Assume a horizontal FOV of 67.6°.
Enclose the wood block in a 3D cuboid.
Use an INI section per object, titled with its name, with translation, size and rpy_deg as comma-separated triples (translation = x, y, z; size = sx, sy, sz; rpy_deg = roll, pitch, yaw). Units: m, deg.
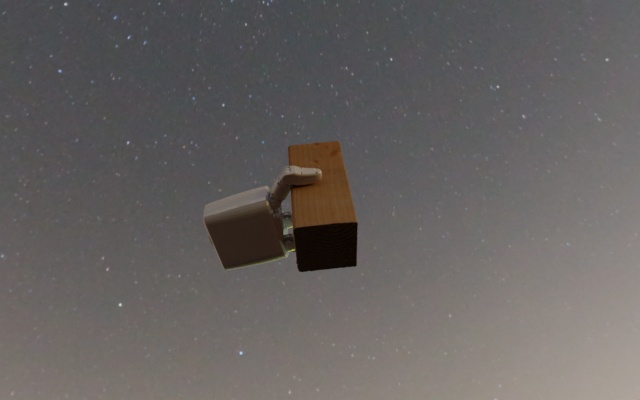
[wood block]
translation = 0.000, 0.002, 0.749
size = 0.090, 0.091, 0.206
rpy_deg = -5, 40, -2
